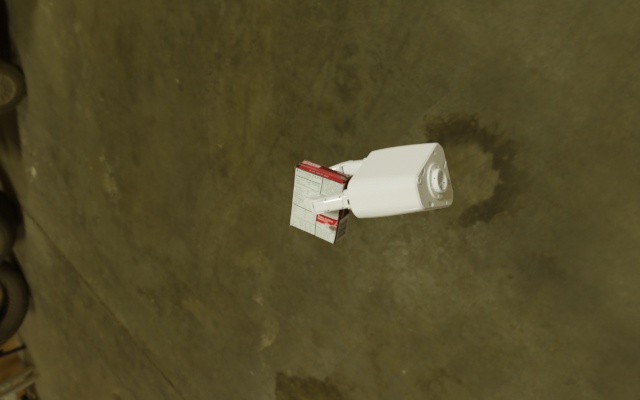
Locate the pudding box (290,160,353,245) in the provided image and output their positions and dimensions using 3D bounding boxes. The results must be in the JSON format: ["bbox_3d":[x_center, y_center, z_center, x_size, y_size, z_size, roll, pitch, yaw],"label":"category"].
[{"bbox_3d":[0.000,0.003,0.752,0.090,0.113,0.039,22,31,24],"label":"pudding box"}]
